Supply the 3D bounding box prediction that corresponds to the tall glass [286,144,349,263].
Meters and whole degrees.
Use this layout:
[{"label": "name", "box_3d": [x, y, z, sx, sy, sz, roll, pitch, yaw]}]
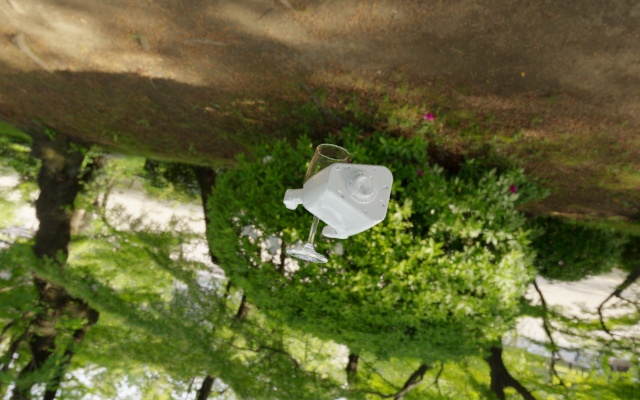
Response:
[{"label": "tall glass", "box_3d": [0.000, 0.003, 0.844, 0.079, 0.201, 0.079, 13, -18, 4]}]
